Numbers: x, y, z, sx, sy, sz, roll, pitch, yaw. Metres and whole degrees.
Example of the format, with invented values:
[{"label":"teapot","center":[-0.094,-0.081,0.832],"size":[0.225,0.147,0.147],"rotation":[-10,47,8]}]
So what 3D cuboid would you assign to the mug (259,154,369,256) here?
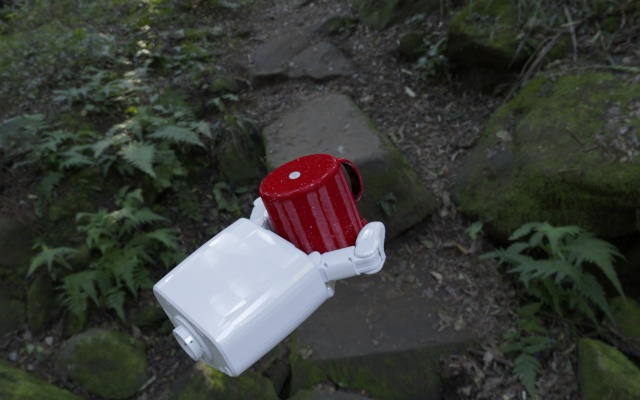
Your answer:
[{"label":"mug","center":[0.001,0.001,0.467],"size":[0.117,0.081,0.093],"rotation":[-39,30,-31]}]
